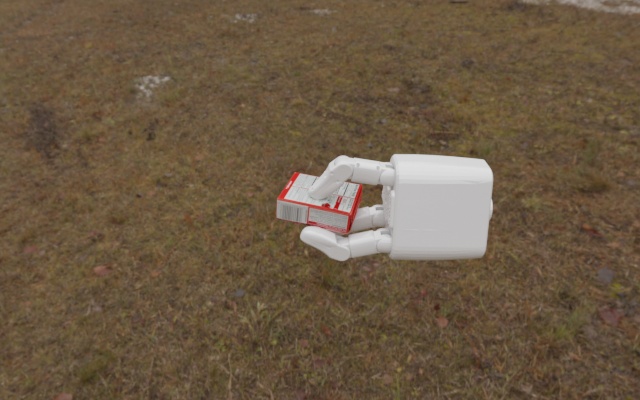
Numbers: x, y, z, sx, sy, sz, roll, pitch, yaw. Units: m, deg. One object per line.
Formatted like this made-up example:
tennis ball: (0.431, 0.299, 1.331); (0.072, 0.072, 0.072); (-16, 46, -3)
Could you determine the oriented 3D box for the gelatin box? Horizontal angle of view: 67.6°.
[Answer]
gelatin box: (0.000, 0.001, 0.563); (0.089, 0.030, 0.073); (12, 31, 8)
